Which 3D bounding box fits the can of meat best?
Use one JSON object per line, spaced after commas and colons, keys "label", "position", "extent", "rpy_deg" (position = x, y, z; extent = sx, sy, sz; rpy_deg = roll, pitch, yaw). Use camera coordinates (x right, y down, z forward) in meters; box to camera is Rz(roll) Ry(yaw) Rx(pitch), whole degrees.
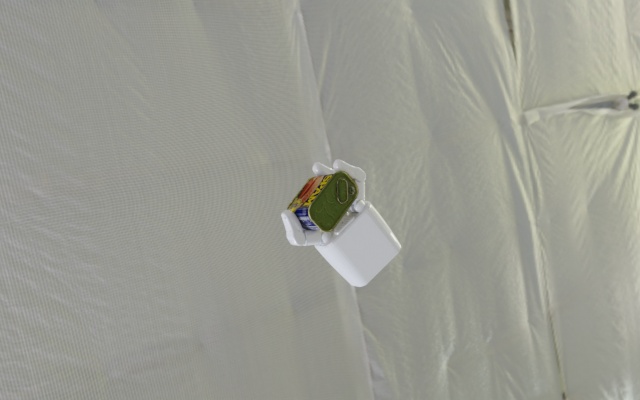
{"label": "can of meat", "position": [0.000, 0.003, 0.781], "extent": [0.057, 0.102, 0.084], "rpy_deg": [47, -25, -22]}
